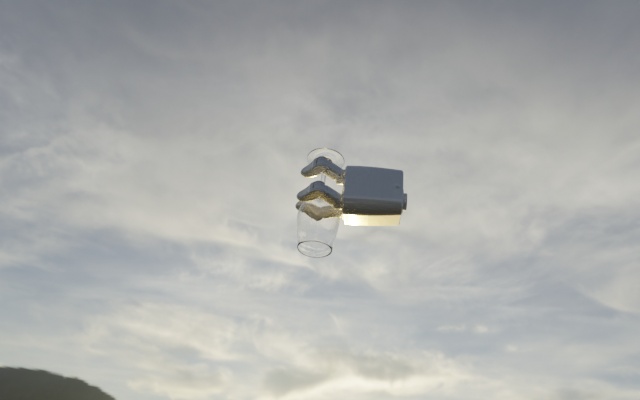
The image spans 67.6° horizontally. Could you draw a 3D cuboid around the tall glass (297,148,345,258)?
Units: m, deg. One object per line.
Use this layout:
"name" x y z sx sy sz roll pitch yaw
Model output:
"tall glass" 0.000 0.002 0.883 0.079 0.201 0.079 5 -33 3
